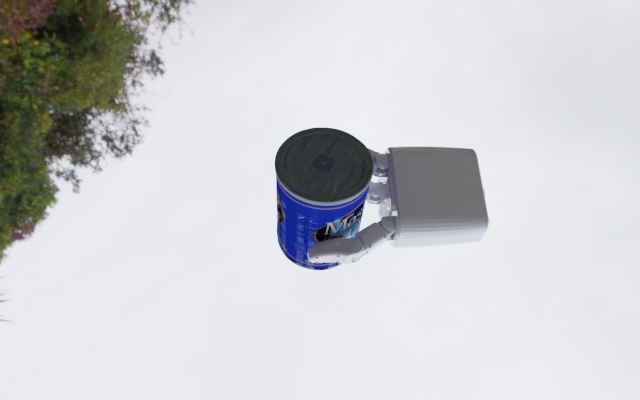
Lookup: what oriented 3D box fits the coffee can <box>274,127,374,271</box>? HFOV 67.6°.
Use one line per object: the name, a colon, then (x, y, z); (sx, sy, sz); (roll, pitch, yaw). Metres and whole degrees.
coffee can: (0.000, 0.002, 0.547); (0.103, 0.102, 0.140); (0, -36, -4)
